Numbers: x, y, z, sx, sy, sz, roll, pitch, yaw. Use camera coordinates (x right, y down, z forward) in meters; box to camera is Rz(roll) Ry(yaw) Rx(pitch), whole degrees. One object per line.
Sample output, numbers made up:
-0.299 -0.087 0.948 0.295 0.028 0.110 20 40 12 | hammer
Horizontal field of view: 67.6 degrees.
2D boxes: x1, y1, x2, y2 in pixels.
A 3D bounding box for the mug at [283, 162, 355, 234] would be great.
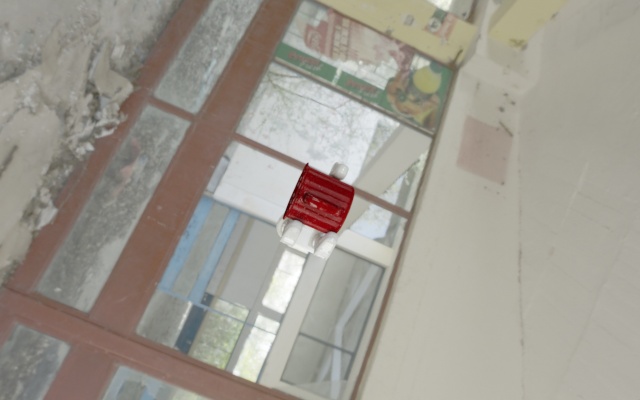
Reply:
0.000 0.002 0.697 0.081 0.093 0.117 24 1 -6 | mug
